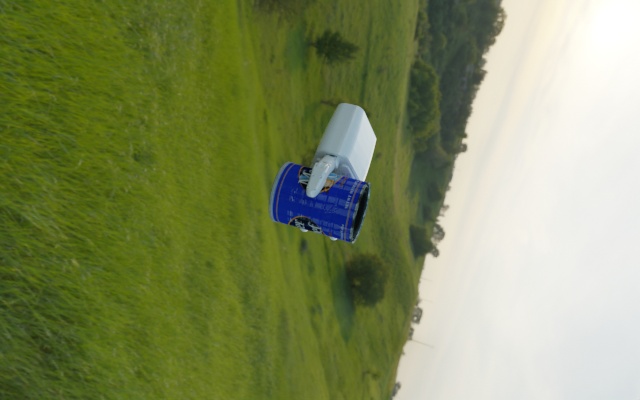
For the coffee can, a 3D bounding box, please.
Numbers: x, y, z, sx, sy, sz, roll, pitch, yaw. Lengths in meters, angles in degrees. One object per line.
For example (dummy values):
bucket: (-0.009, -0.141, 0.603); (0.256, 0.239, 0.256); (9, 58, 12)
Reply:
coffee can: (0.000, 0.003, 0.779); (0.140, 0.103, 0.103); (15, 4, 14)
